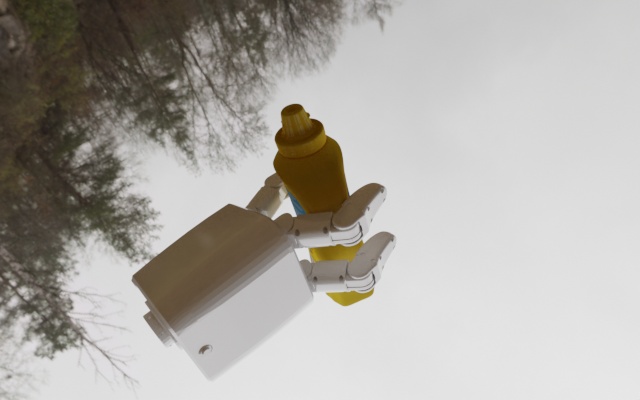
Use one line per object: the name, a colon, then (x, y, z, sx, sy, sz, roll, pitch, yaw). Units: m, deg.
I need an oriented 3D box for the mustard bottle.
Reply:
mustard bottle: (0.000, 0.001, 0.426, 0.058, 0.192, 0.096, -21, 38, -3)
